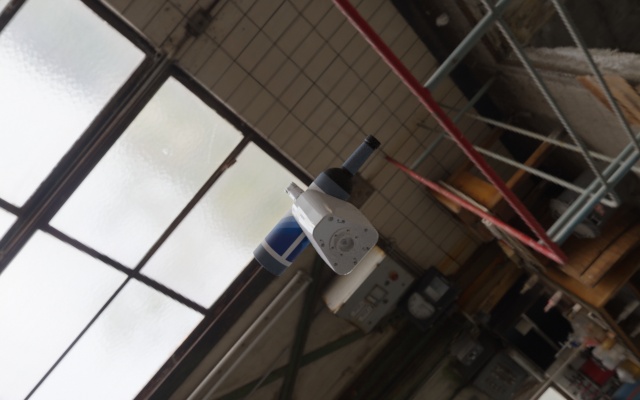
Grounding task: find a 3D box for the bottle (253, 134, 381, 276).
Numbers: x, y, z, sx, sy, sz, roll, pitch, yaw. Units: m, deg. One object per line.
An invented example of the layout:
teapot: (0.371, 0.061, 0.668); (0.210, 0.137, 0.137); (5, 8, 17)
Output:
bottle: (0.000, 0.003, 0.847); (0.069, 0.296, 0.069); (41, 3, -3)
